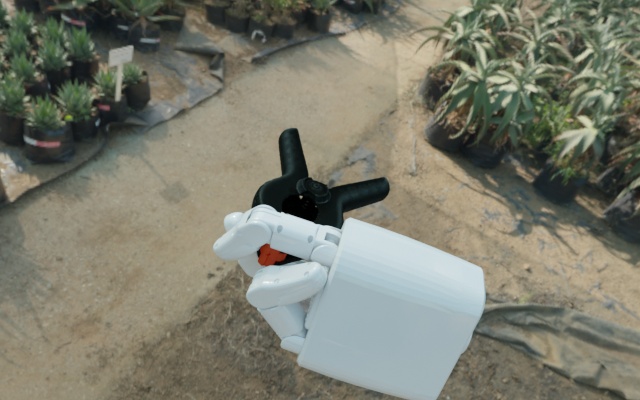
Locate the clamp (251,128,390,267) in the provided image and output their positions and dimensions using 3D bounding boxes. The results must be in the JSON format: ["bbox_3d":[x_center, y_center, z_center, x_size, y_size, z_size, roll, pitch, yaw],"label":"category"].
[{"bbox_3d":[0.000,0.001,0.420,0.120,0.039,0.171,19,40,0],"label":"clamp"}]
